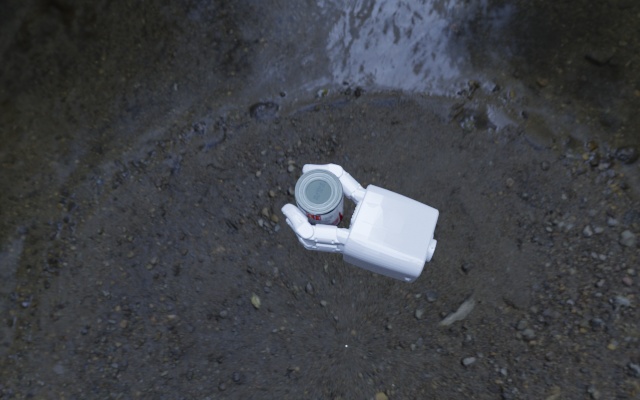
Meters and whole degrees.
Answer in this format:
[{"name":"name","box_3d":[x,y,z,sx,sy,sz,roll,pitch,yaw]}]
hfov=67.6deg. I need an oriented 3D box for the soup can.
[{"name":"soup can","box_3d":[0.000,0.002,0.689,0.068,0.068,0.102,0,-17,3]}]
